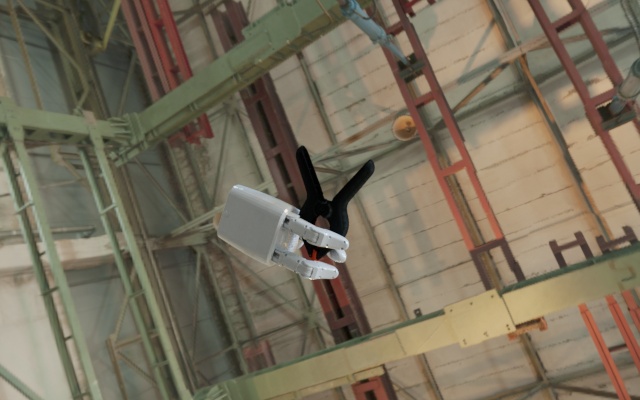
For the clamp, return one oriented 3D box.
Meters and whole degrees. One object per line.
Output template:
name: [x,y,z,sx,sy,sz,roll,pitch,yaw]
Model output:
clamp: [0.000,0.002,0.711,0.120,0.171,0.039,24,11,23]
